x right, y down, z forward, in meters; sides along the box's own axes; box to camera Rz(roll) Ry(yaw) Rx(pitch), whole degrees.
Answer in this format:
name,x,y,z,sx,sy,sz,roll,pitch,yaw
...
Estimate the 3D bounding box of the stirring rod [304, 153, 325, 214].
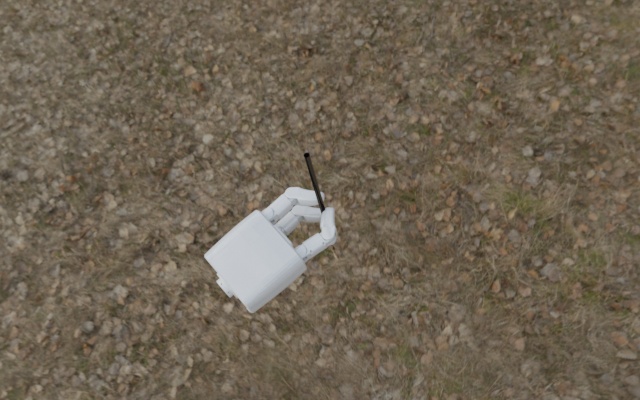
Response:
name,x,y,z,sx,sy,sz,roll,pitch,yaw
stirring rod,0.000,0.002,0.722,0.011,0.011,0.240,0,-31,10
